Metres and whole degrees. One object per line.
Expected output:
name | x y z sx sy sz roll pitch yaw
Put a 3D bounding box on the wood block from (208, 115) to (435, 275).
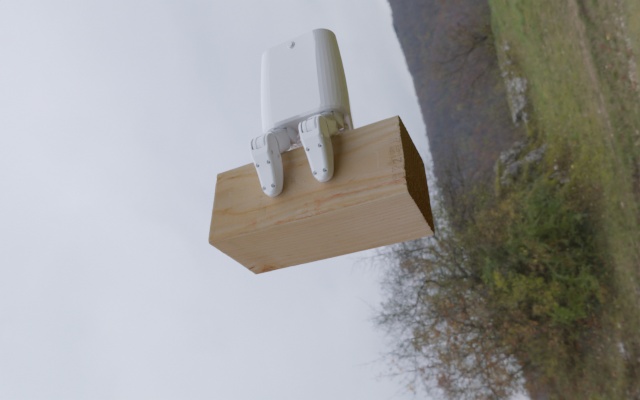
wood block | 0.000 0.001 0.491 0.206 0.090 0.091 -15 -35 22
